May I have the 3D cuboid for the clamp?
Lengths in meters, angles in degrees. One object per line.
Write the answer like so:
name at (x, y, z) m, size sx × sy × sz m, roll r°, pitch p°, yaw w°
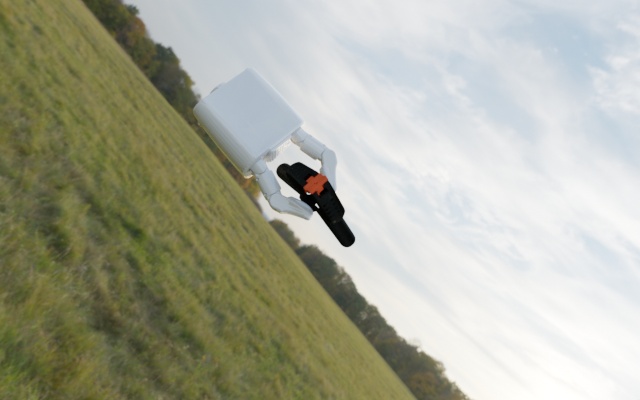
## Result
clamp at (0.001, 0.001, 0.644) m, size 0.036 × 0.164 × 0.210 m, roll -43°, pitch 1°, yaw -6°
